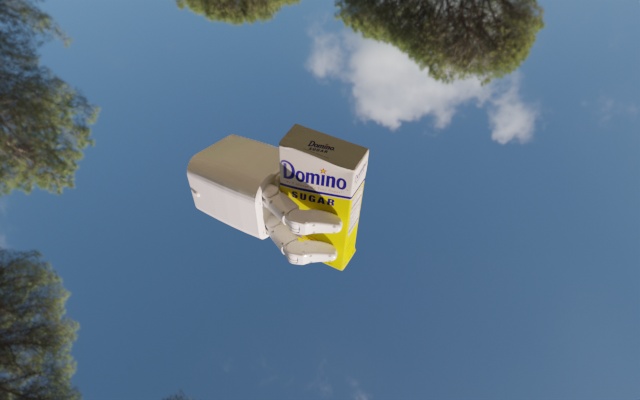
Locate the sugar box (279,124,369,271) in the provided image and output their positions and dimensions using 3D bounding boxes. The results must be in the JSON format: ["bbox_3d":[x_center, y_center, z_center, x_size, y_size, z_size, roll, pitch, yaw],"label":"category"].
[{"bbox_3d":[0.000,0.002,0.567,0.093,0.176,0.048,21,51,17],"label":"sugar box"}]
